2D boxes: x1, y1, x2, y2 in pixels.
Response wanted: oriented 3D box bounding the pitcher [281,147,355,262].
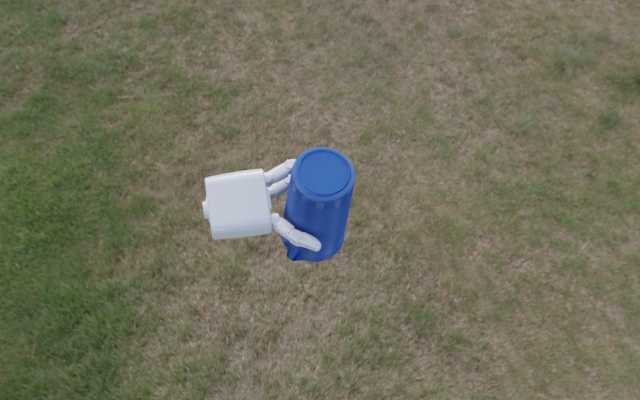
[{"bbox_3d":[0.000,0.003,0.896,0.145,0.149,0.243,-6,-28,-10],"label":"pitcher"}]
